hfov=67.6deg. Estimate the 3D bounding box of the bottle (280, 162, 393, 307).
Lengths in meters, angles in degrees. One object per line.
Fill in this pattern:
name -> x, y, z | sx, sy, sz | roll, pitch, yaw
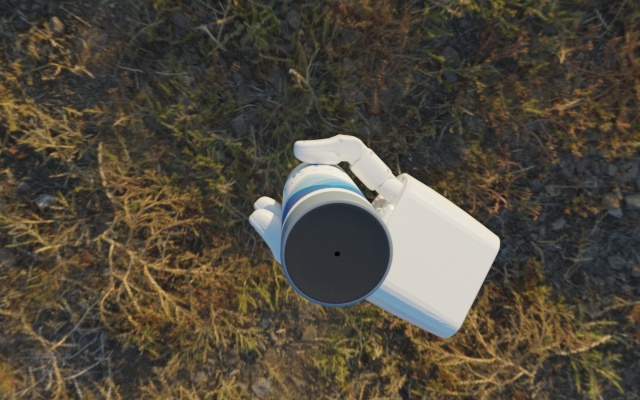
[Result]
bottle -> 0.000, 0.001, 0.420 | 0.069, 0.069, 0.295 | 0, 12, -4
